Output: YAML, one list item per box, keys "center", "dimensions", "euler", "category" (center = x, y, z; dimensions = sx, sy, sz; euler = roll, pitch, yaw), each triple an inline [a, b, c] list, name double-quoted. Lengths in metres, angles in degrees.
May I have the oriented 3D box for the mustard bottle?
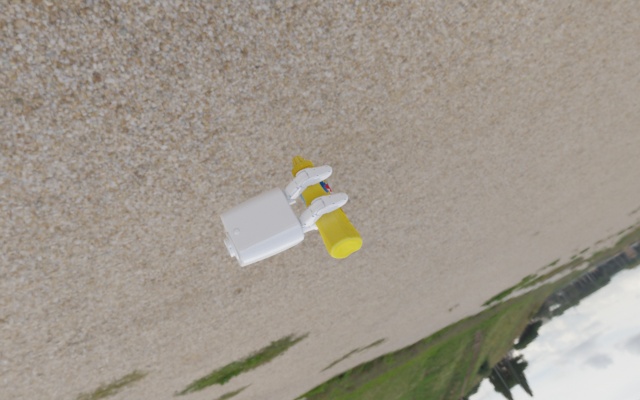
- center: [0.001, 0.003, 0.811]
  dimensions: [0.058, 0.191, 0.096]
  euler: [-33, -22, 7]
  category: "mustard bottle"
